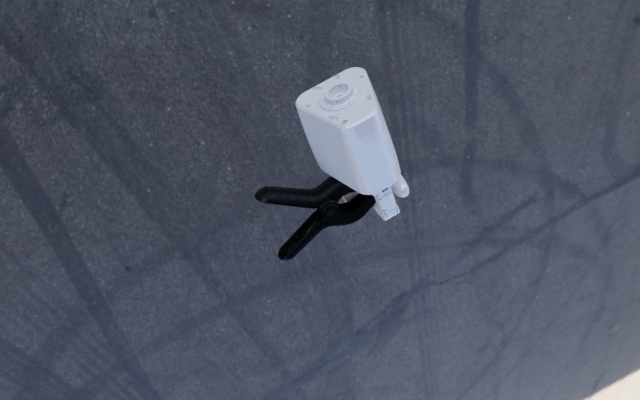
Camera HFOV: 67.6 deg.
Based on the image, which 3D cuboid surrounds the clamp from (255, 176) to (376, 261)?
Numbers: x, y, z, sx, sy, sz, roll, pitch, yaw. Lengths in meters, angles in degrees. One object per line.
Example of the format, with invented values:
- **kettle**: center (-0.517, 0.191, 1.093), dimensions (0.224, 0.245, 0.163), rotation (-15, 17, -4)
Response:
- **clamp**: center (0.000, 0.002, 0.624), dimensions (0.171, 0.120, 0.039), rotation (-29, 44, -3)
